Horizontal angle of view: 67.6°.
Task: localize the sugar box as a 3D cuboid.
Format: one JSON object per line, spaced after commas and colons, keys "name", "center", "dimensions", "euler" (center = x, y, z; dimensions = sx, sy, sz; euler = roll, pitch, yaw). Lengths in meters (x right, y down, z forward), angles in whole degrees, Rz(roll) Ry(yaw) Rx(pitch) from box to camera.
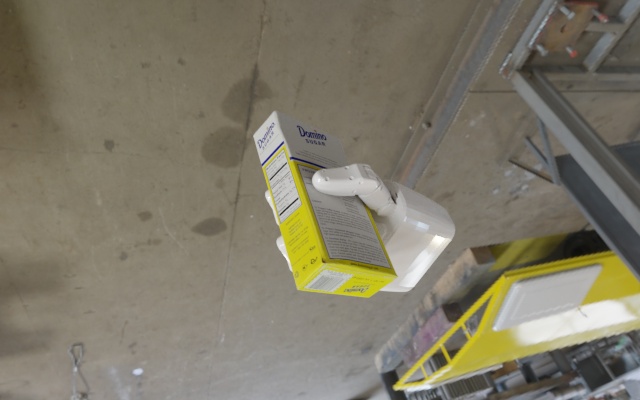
{"name": "sugar box", "center": [0.000, 0.002, 0.452], "dimensions": [0.093, 0.176, 0.048], "euler": [17, -50, -41]}
